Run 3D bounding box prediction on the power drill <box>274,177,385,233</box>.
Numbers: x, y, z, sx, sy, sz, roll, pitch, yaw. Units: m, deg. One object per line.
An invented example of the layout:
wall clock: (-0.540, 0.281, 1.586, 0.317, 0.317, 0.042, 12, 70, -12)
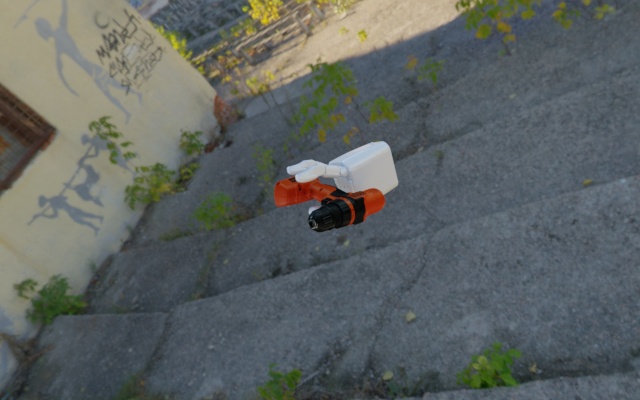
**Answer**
power drill: (0.000, 0.003, 0.900, 0.187, 0.057, 0.184, 20, 25, 41)
